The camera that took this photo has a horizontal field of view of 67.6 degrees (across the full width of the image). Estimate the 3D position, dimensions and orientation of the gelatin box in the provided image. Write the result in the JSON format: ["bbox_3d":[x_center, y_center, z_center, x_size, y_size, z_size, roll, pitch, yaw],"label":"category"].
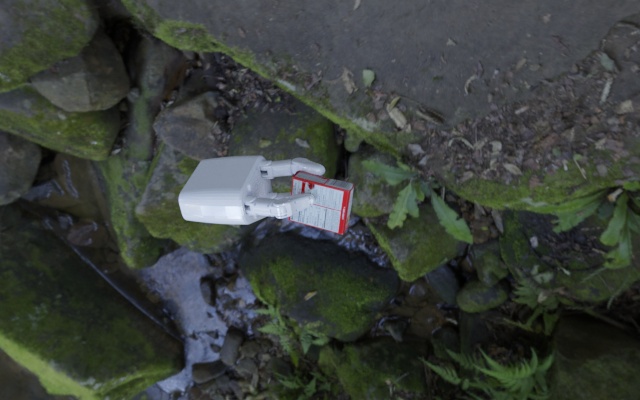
[{"bbox_3d":[0.000,0.003,0.697,0.089,0.073,0.030,14,29,15],"label":"gelatin box"}]
